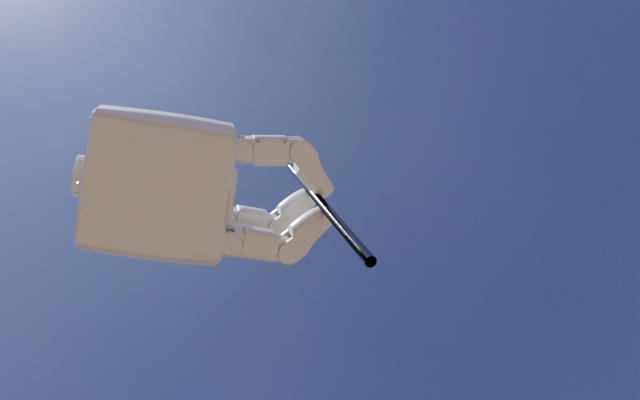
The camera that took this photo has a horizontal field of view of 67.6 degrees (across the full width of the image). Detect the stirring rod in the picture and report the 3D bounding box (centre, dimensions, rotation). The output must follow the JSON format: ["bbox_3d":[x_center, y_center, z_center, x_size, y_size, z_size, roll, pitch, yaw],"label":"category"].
[{"bbox_3d":[0.000,0.001,0.405,0.011,0.011,0.239,0,18,-16],"label":"stirring rod"}]
